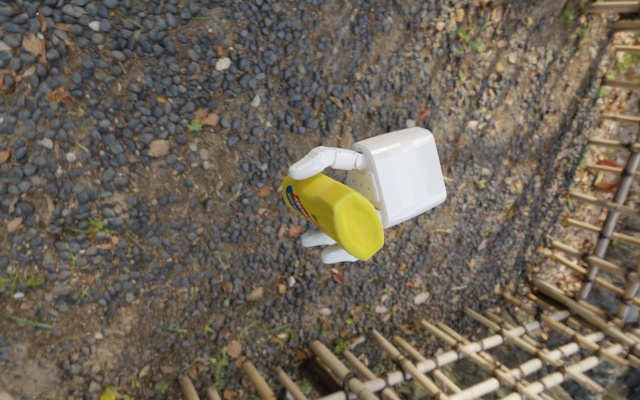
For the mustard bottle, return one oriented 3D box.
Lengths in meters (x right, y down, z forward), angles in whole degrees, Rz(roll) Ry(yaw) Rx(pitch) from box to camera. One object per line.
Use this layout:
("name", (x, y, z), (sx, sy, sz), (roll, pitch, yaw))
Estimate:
("mustard bottle", (0.000, 0.002, 0.620), (0.058, 0.096, 0.191), (-41, 34, -11))
